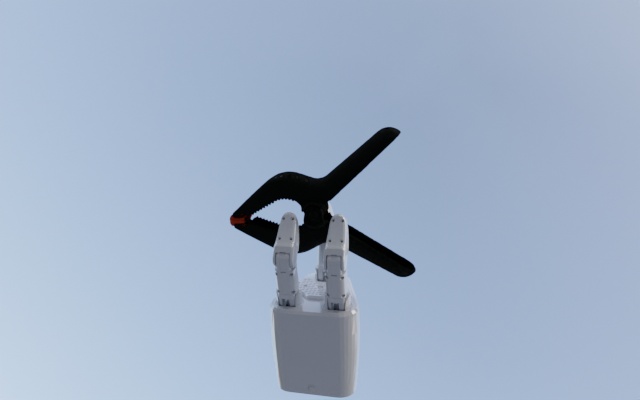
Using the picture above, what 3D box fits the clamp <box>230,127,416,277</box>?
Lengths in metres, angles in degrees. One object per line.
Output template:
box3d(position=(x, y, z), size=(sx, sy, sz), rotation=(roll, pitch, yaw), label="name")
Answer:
box3d(position=(0.000, 0.002, 0.530), size=(0.210, 0.164, 0.036), rotation=(2, 15, 13), label="clamp")
